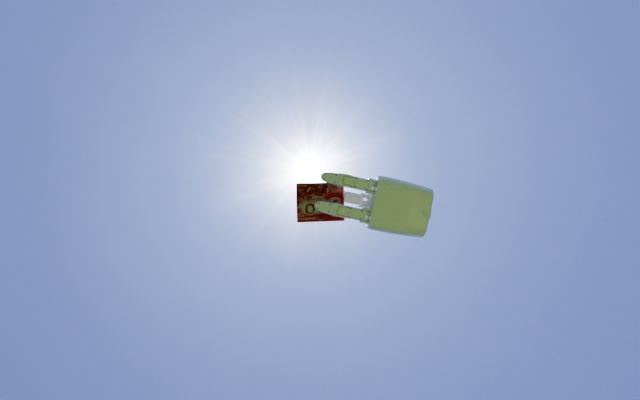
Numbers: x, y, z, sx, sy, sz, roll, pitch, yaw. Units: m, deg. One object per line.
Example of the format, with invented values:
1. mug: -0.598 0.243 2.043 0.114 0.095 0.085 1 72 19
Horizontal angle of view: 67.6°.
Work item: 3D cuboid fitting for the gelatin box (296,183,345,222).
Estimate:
1. gelatin box: 0.000 0.003 0.889 0.089 0.073 0.030 -1 1 3
